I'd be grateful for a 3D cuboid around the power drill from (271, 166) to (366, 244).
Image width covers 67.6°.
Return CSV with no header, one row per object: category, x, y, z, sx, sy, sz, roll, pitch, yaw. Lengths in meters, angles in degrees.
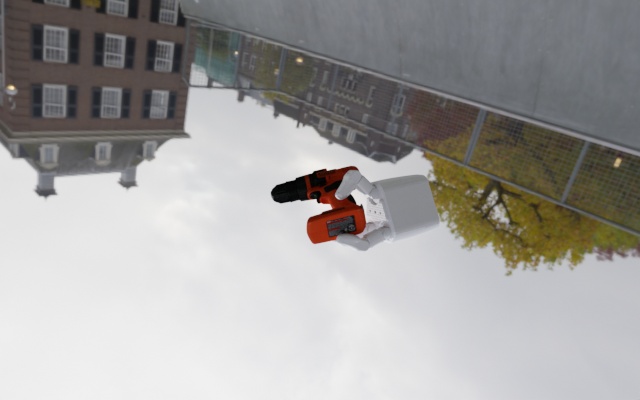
power drill,0.000,0.003,0.898,0.184,0.057,0.187,-15,33,-1
